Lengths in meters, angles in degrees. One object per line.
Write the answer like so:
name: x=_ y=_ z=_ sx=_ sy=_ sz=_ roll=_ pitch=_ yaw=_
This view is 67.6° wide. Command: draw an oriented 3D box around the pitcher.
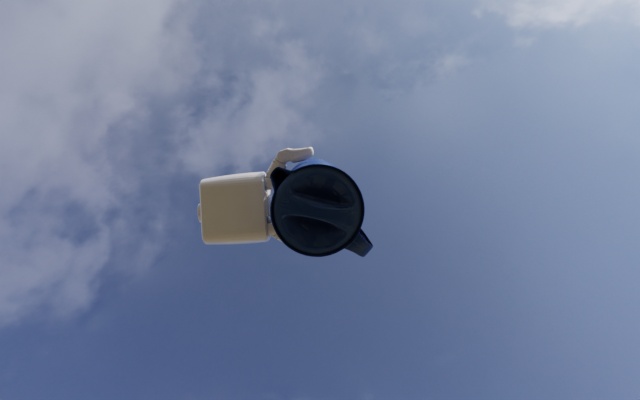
pitcher: x=0.000 y=0.003 z=0.780 sx=0.145 sy=0.149 sz=0.243 roll=-5 pitch=10 yaw=0
